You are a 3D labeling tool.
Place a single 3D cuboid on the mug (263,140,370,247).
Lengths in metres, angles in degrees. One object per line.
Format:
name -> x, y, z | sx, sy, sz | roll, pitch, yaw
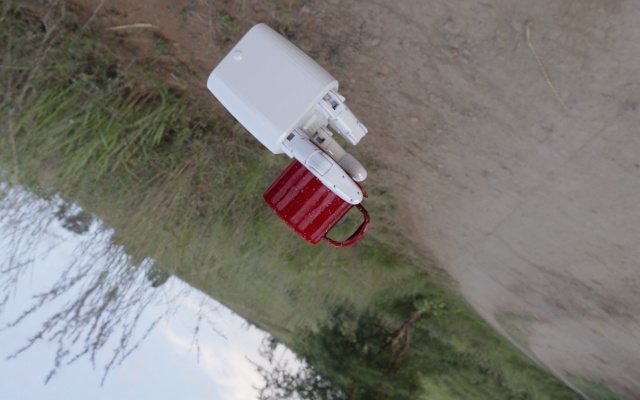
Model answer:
mug -> 0.001, 0.003, 0.523 | 0.117, 0.081, 0.093 | 43, 0, 8
